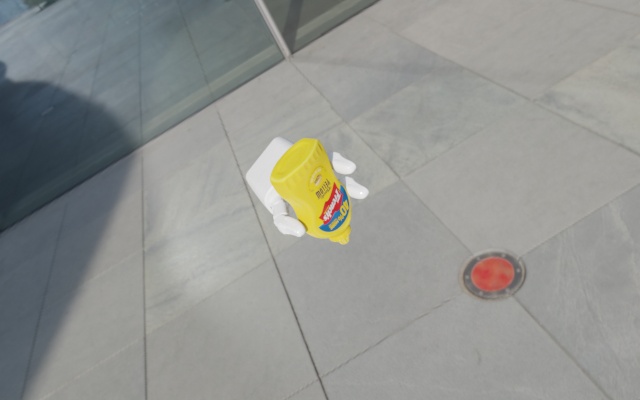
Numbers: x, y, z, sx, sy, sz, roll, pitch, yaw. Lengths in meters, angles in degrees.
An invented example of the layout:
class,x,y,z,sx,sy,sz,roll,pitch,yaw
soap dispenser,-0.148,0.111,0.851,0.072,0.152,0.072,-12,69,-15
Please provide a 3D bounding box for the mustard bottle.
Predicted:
class,x,y,z,sx,sy,sz,roll,pitch,yaw
mustard bottle,0.000,0.002,0.747,0.058,0.096,0.192,10,-37,41
